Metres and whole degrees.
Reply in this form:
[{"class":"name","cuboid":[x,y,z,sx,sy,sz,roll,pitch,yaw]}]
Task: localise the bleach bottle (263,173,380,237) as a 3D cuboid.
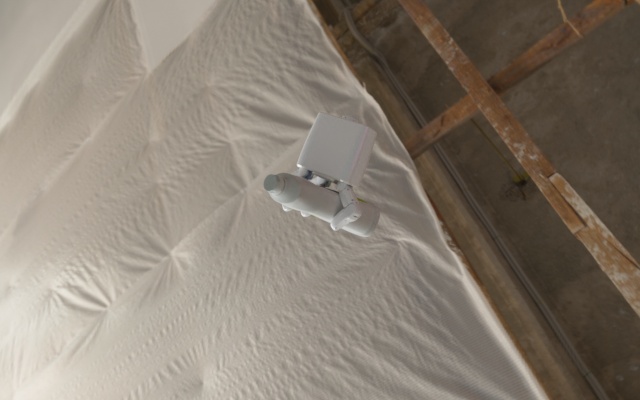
[{"class":"bleach bottle","cuboid":[0.000,0.003,0.839,0.102,0.068,0.251,21,0,39]}]
